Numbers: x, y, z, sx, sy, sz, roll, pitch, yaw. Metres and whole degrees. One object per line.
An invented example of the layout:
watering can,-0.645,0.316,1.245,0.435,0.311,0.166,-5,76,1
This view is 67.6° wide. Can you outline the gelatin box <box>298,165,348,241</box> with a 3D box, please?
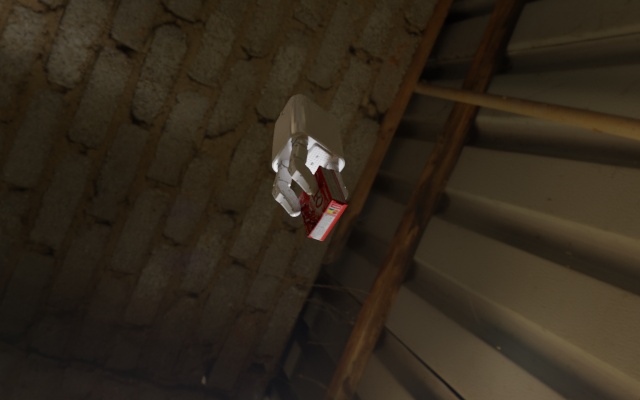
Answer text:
gelatin box,0.001,0.003,0.704,0.030,0.073,0.089,17,32,-27
